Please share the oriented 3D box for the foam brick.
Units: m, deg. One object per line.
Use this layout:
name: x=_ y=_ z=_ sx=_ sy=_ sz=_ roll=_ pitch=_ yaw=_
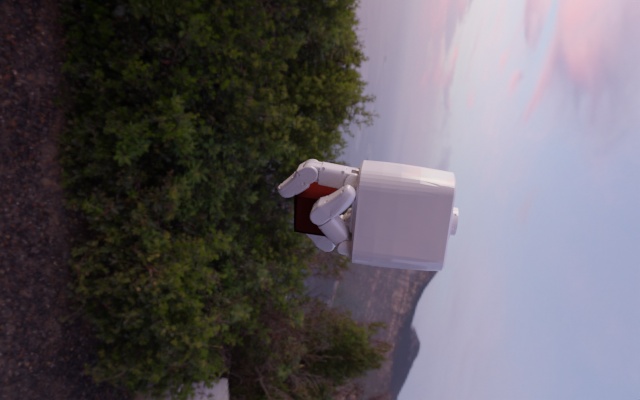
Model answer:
foam brick: x=0.000 y=0.002 z=0.594 sx=0.051 sy=0.053 sz=0.078 roll=7 pitch=31 yaw=8
